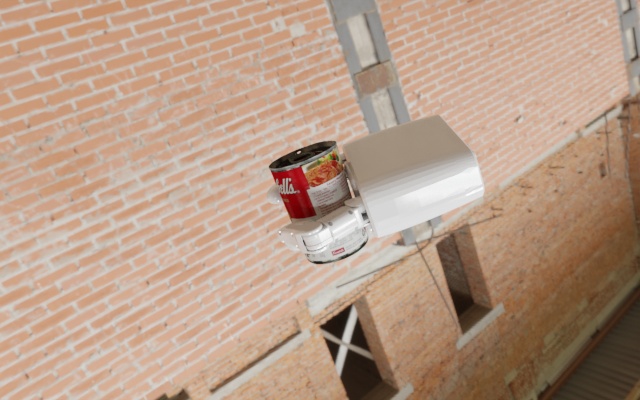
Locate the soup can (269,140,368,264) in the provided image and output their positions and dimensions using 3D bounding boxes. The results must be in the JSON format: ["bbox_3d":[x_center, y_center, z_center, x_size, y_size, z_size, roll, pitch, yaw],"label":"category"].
[{"bbox_3d":[0.000,0.002,0.462,0.068,0.102,0.068,-19,17,6],"label":"soup can"}]
